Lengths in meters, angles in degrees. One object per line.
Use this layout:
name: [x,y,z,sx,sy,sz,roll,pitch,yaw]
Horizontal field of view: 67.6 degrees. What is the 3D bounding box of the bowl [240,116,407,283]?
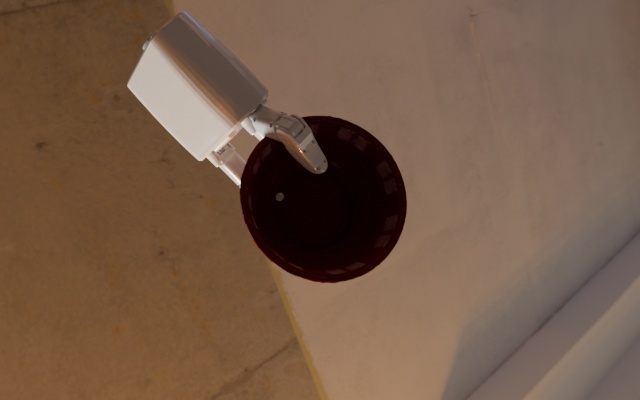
bowl: [0.001,0.003,0.470,0.162,0.162,0.055,0,-14,-14]
